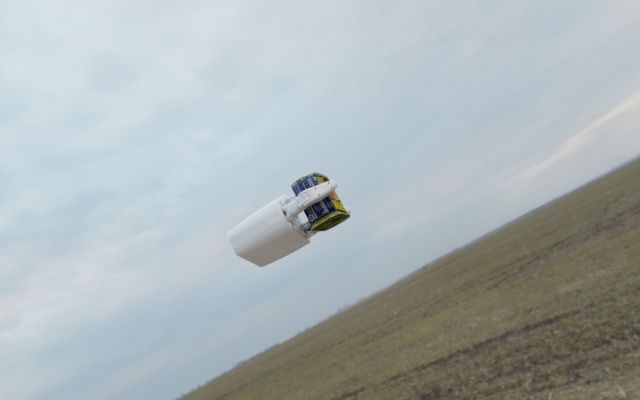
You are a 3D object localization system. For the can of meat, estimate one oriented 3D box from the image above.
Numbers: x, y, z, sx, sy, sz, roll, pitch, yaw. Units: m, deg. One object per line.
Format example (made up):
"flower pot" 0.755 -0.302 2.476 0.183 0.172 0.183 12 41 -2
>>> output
"can of meat" 0.000 0.002 0.818 0.057 0.084 0.102 -31 -13 12
